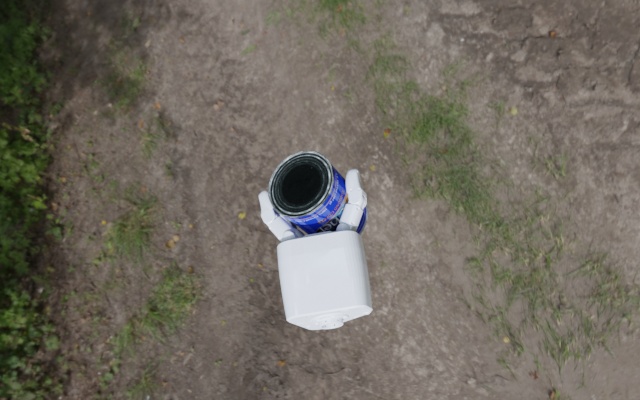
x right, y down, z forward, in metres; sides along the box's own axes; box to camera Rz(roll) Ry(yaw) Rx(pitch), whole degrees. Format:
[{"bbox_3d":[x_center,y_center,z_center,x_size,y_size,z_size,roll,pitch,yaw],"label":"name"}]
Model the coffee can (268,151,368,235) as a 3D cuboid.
[{"bbox_3d":[0.000,0.002,0.719,0.103,0.102,0.140,0,-22,27],"label":"coffee can"}]
